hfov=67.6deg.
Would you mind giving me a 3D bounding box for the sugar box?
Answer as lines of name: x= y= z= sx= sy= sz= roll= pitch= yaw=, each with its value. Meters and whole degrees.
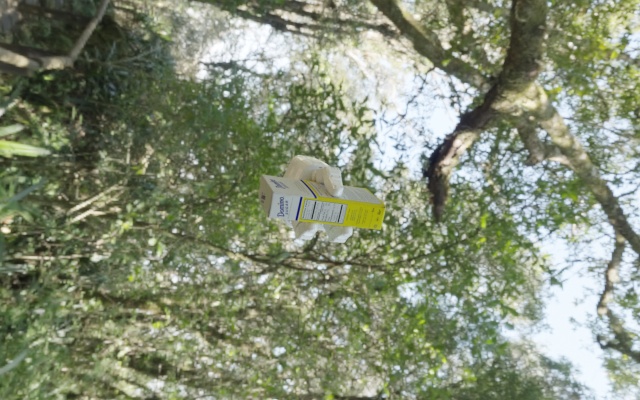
sugar box: x=0.000 y=0.003 z=0.720 sx=0.176 sy=0.048 sz=0.093 roll=5 pitch=17 yaw=-18
